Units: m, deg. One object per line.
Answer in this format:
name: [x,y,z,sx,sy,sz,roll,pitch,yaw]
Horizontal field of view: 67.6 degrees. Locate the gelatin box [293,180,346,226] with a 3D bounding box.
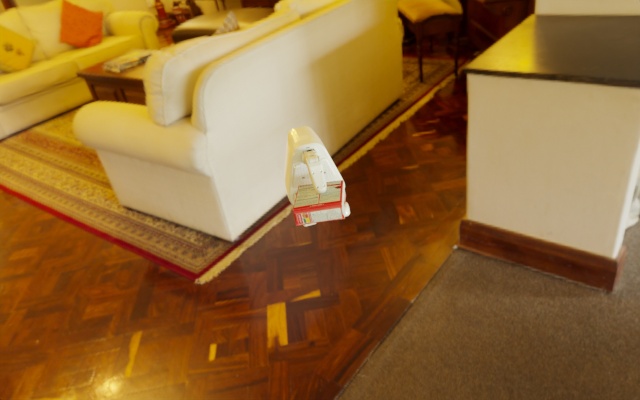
gelatin box: [0.000,0.002,0.724,0.073,0.030,0.089,-8,24,7]
